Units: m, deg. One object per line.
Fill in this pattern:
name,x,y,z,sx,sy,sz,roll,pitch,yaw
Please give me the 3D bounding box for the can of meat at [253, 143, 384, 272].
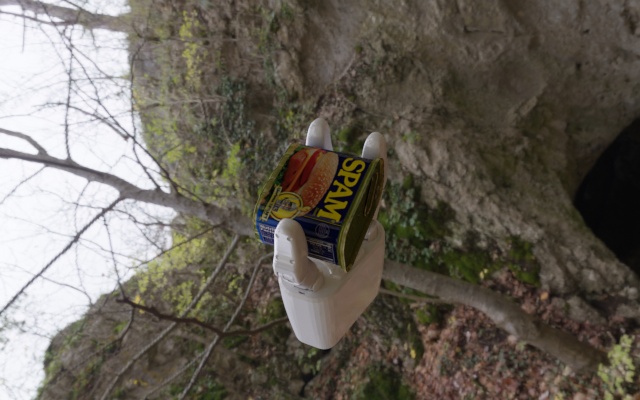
can of meat,0.000,0.001,0.413,0.084,0.102,0.057,14,-36,18
